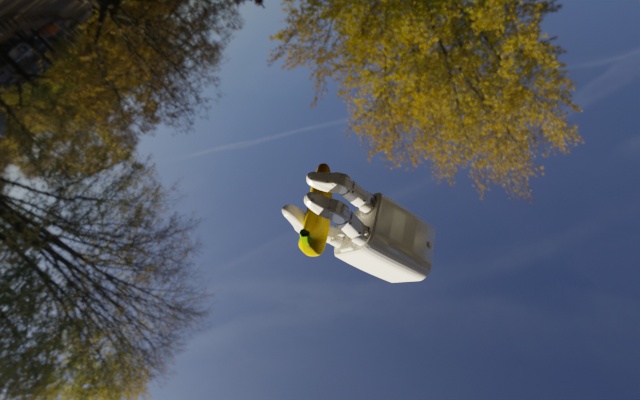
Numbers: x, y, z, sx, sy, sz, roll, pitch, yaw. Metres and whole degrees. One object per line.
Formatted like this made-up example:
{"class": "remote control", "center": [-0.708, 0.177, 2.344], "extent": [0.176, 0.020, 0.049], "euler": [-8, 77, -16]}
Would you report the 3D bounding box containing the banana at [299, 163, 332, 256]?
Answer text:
{"class": "banana", "center": [-0.003, 0.020, 0.668], "extent": [0.037, 0.070, 0.197], "euler": [10, 31, 0]}
